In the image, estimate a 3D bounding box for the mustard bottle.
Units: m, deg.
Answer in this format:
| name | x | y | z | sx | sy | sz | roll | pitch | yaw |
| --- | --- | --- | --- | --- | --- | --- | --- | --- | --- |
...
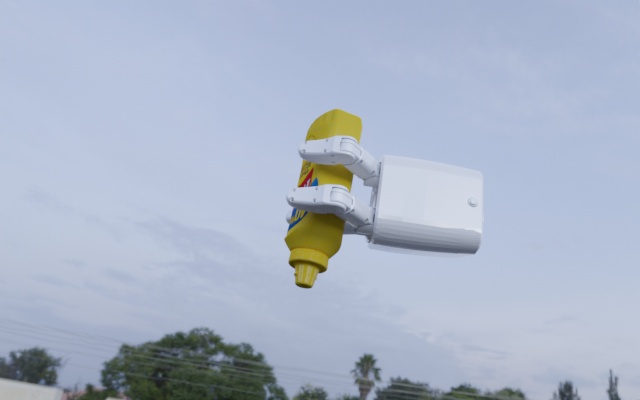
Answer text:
| name | x | y | z | sx | sy | sz | roll | pitch | yaw |
| --- | --- | --- | --- | --- | --- | --- | --- | --- | --- |
| mustard bottle | 0.000 | 0.001 | 0.519 | 0.058 | 0.191 | 0.096 | 19 | -27 | -17 |
